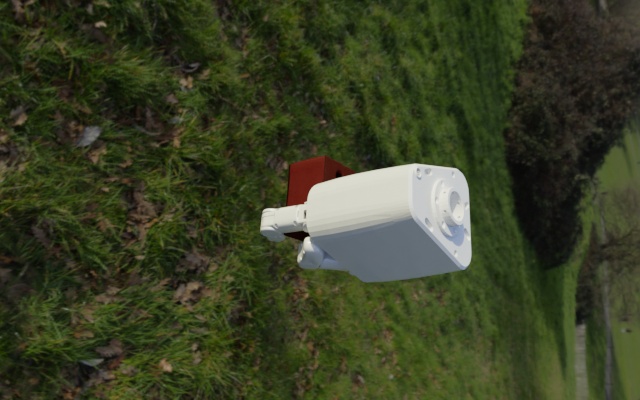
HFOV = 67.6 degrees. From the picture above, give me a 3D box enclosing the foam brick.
[{"bbox_3d":[0.000,0.001,0.486,0.051,0.078,0.053,-14,-26,40],"label":"foam brick"}]
